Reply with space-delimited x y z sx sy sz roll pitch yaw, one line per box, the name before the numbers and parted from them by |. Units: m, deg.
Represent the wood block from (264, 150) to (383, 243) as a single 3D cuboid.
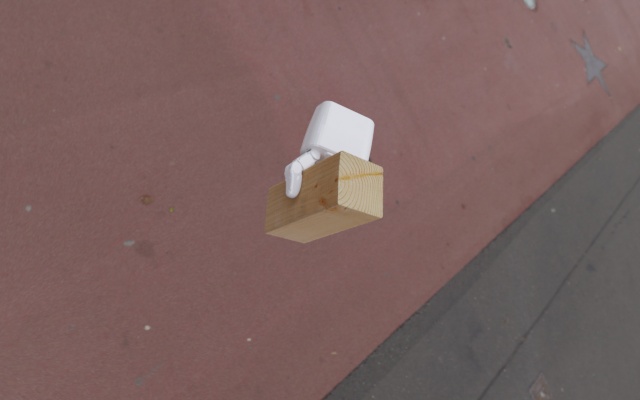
wood block | 0.000 0.002 0.799 0.091 0.090 0.206 19 -26 -33
